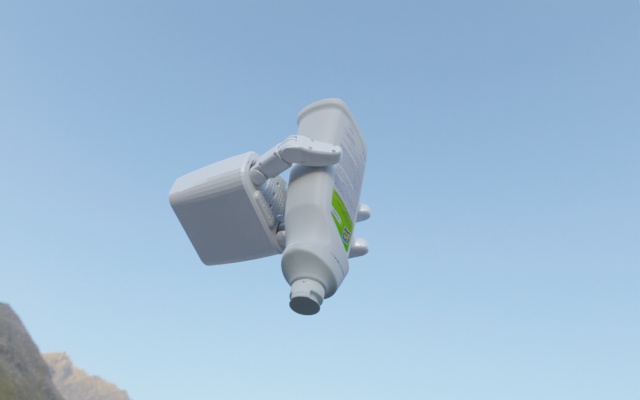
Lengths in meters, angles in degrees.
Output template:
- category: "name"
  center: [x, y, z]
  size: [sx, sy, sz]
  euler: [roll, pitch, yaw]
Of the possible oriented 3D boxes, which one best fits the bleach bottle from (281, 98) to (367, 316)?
- category: "bleach bottle"
  center: [0.000, 0.002, 0.502]
  size: [0.068, 0.103, 0.250]
  euler: [-16, 38, 24]
